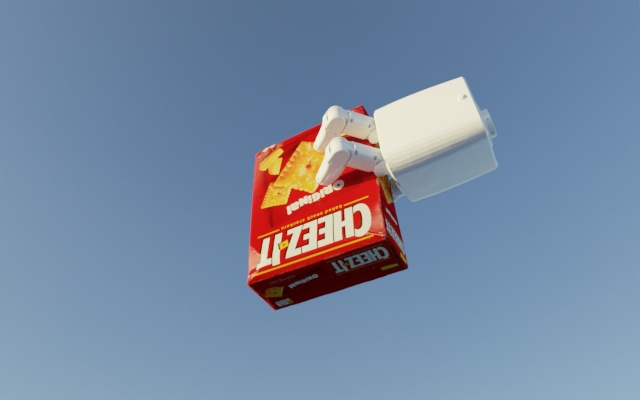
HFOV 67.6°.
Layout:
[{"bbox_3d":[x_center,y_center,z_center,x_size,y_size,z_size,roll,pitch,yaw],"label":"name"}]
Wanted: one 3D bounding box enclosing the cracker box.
[{"bbox_3d":[0.000,0.002,0.568,0.164,0.213,0.072,-21,-46,18],"label":"cracker box"}]
